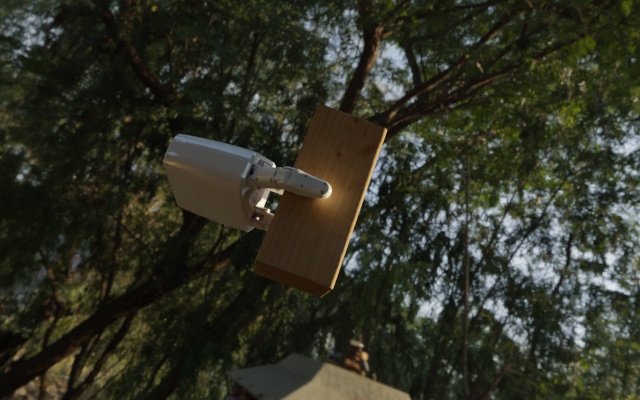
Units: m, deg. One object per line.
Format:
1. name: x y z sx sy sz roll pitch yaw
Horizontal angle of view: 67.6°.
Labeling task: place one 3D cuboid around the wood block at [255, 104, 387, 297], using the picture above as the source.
1. wood block: 0.000 0.002 0.583 0.090 0.206 0.091 21 -19 -1
